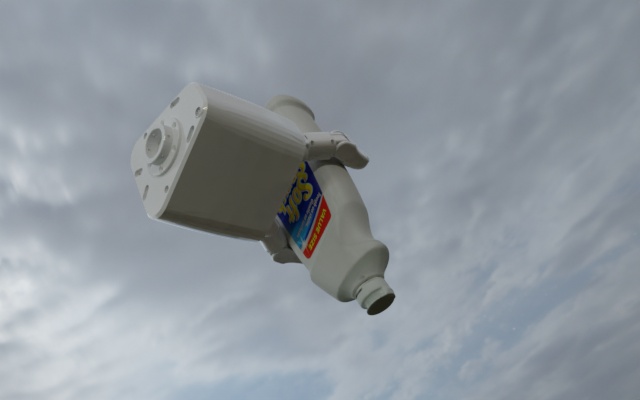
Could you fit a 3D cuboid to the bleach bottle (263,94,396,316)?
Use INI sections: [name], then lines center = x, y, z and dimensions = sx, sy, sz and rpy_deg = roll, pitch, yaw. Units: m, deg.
[bleach bottle]
center = 0.000, 0.002, 0.480
dimensions = 0.068, 0.102, 0.250
rpy_deg = 17, 29, -46
